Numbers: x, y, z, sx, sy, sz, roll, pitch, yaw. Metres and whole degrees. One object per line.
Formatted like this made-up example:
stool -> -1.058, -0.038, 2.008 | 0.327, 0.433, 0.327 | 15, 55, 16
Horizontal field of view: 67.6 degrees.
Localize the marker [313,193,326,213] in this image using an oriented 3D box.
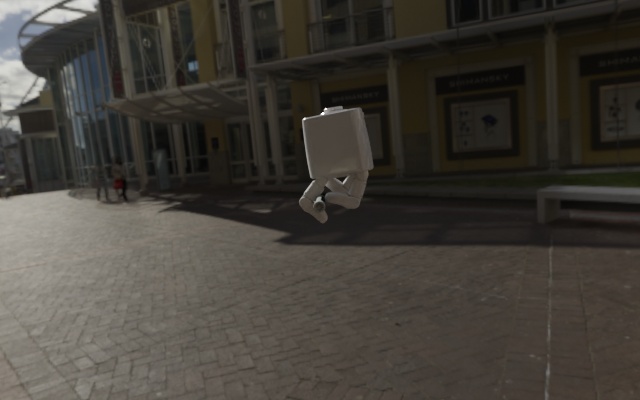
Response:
marker -> 0.000, 0.003, 0.814 | 0.020, 0.020, 0.121 | 0, 7, 2
